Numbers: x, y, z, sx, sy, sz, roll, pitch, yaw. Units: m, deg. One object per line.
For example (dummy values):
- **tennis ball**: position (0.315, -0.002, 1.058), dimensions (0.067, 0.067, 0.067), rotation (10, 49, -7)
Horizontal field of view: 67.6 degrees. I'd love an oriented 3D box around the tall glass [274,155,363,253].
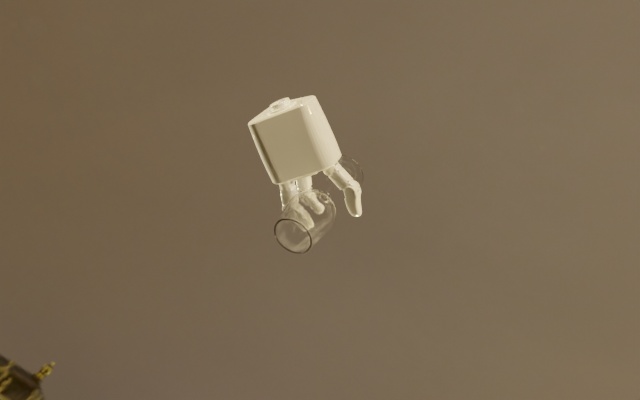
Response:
- **tall glass**: position (0.001, 0.002, 0.771), dimensions (0.079, 0.079, 0.201), rotation (0, 31, 28)
